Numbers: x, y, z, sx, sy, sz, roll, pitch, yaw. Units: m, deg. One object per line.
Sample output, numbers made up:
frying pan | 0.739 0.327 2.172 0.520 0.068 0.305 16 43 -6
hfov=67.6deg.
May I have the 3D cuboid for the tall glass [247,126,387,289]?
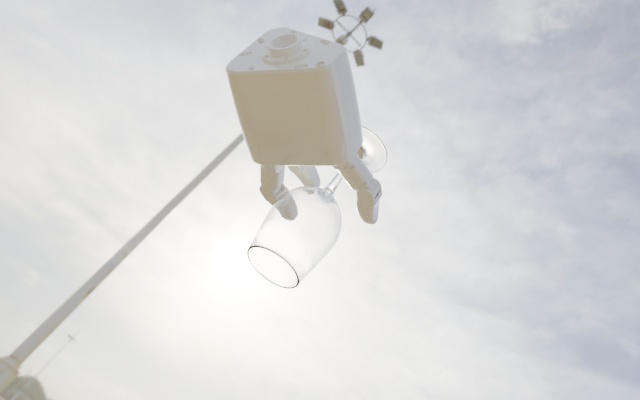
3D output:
tall glass | 0.000 0.001 0.530 0.079 0.079 0.201 0 41 40
